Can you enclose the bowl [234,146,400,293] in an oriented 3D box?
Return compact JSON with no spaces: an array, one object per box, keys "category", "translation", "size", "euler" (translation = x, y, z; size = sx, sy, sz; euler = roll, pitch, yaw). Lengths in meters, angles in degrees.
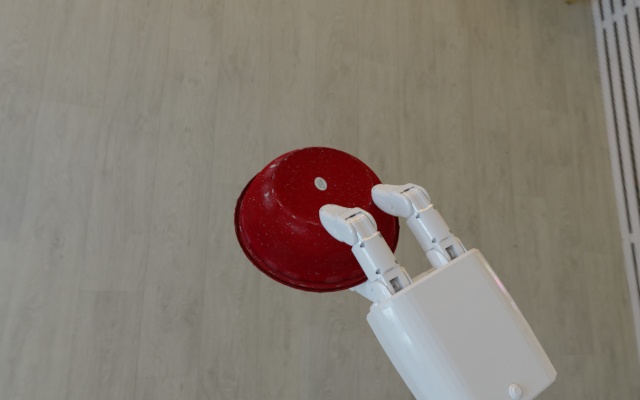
[{"category":"bowl","translation":[-0.001,0.000,0.446],"size":[0.162,0.162,0.055],"euler":[0,-38,-7]}]
